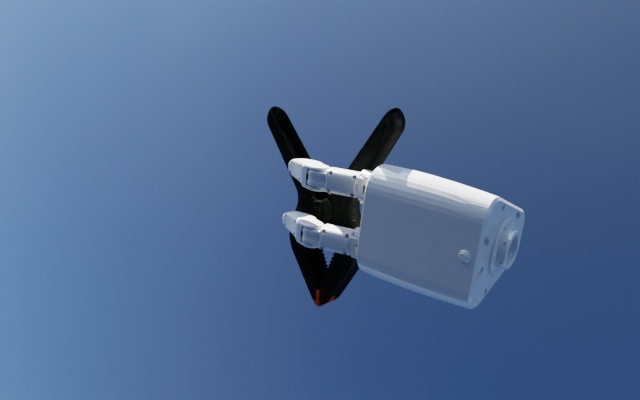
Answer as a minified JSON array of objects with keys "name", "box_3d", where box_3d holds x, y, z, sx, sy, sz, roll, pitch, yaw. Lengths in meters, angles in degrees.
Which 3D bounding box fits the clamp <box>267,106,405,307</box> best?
[{"name":"clamp","box_3d":[0.001,0.002,0.489,0.164,0.210,0.036,19,20,39]}]
